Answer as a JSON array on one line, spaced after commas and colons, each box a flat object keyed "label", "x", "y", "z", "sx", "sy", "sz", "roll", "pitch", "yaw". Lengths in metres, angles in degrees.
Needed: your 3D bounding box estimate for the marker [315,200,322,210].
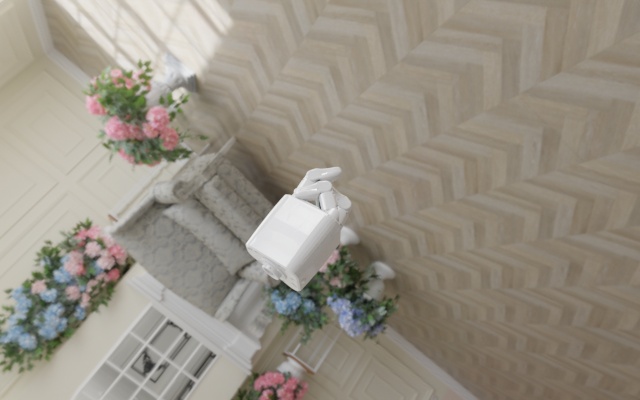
[{"label": "marker", "x": 0.000, "y": 0.003, "z": 0.829, "sx": 0.020, "sy": 0.020, "sz": 0.121, "roll": 0, "pitch": -27, "yaw": 2}]
